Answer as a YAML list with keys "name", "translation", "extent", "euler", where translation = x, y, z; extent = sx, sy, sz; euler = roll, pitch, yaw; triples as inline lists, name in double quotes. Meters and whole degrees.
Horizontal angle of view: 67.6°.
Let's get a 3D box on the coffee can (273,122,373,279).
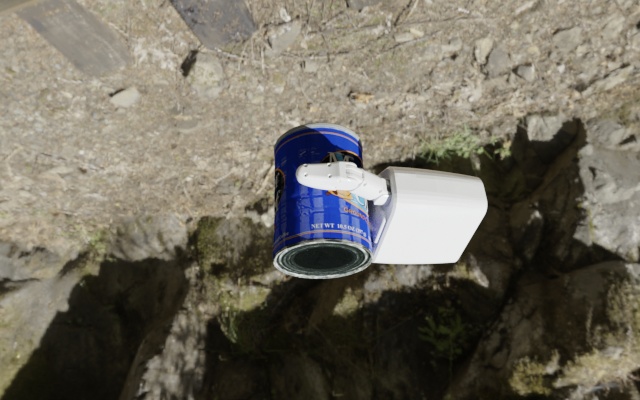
- name: "coffee can"
  translation: [0.000, 0.002, 0.521]
  extent: [0.103, 0.140, 0.103]
  euler: [-2, -29, -1]
